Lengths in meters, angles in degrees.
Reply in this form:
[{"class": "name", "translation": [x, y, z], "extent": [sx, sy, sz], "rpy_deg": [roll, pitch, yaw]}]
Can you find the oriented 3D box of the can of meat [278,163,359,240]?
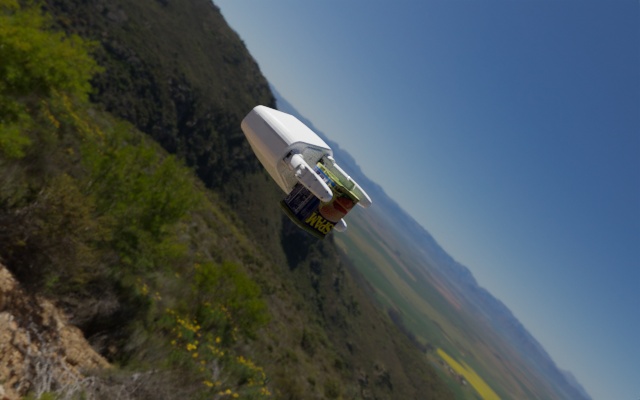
[{"class": "can of meat", "translation": [0.000, 0.002, 0.705], "extent": [0.057, 0.084, 0.102], "rpy_deg": [47, 6, 33]}]
